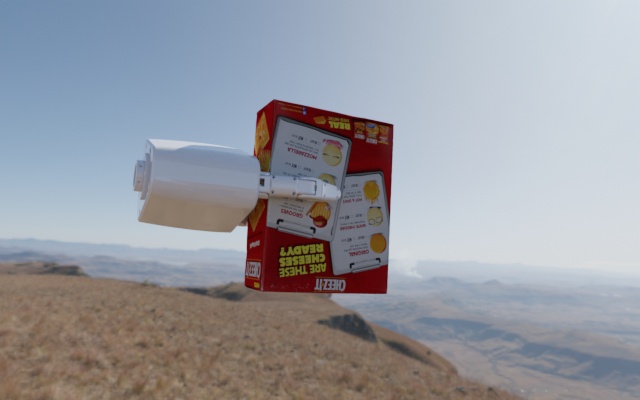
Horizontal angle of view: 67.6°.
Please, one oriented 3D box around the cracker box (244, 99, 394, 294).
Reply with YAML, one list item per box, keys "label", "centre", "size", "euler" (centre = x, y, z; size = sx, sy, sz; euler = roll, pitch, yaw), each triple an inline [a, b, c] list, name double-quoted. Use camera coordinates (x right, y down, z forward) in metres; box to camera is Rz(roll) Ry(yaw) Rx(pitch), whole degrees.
- label: "cracker box"
  centre: [0.000, 0.002, 0.579]
  size: [0.164, 0.213, 0.072]
  euler: [7, -7, -26]
